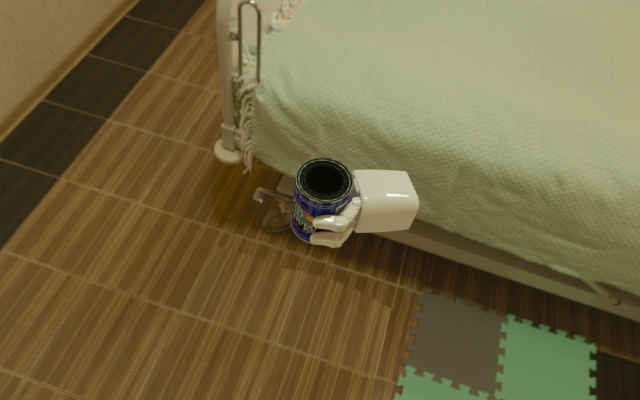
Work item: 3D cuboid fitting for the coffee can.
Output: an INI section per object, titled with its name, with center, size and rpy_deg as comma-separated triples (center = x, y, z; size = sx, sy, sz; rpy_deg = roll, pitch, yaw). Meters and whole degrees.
[coffee can]
center = 0.000, 0.003, 0.878
size = 0.103, 0.102, 0.140
rpy_deg = 0, -35, -7
